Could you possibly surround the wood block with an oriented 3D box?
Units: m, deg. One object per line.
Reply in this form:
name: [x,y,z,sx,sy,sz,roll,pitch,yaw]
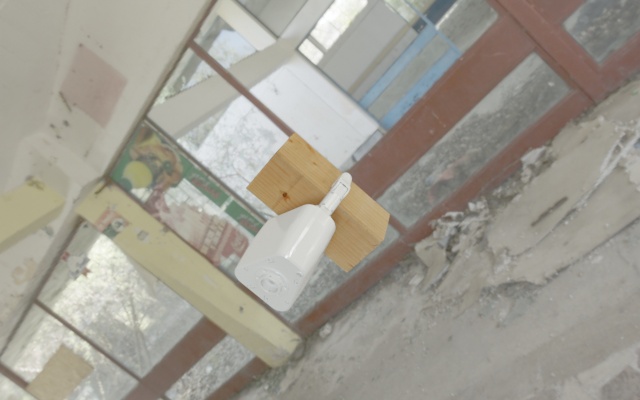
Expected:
wood block: [0.000,0.002,0.754,0.091,0.206,0.090,-45,8,29]
